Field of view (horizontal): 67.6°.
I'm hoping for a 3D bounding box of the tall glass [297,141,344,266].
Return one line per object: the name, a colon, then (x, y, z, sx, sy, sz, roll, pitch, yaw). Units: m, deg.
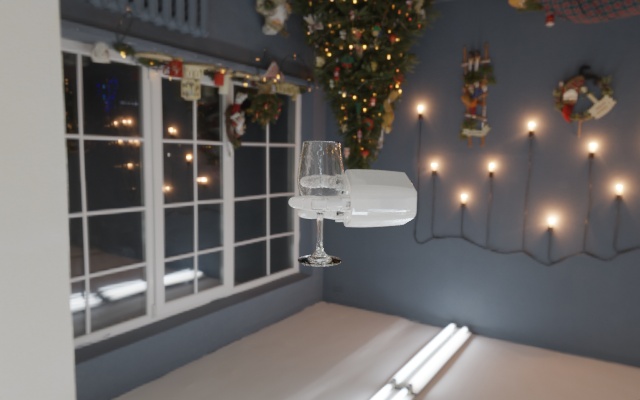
tall glass: (0.000, 0.003, 0.792, 0.079, 0.201, 0.079, 1, 6, 0)
